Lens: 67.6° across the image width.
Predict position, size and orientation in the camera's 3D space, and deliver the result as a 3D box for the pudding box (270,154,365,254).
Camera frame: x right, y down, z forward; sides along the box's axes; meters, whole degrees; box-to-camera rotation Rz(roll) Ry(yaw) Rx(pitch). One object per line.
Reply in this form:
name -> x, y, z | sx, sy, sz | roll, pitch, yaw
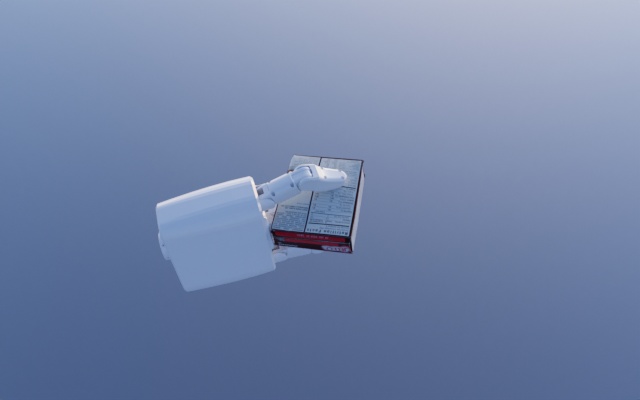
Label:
pudding box -> 0.000, 0.002, 0.544 | 0.090, 0.113, 0.039 | 6, -33, 10
